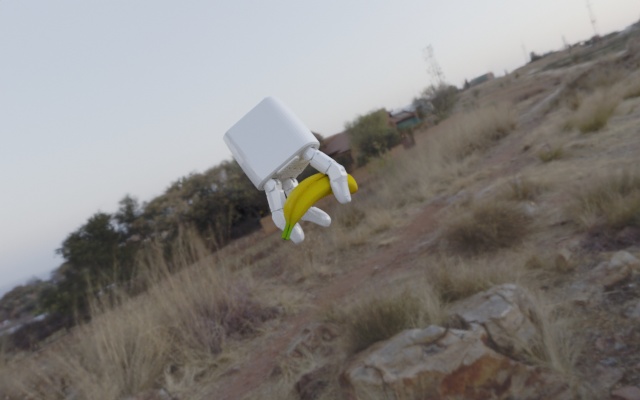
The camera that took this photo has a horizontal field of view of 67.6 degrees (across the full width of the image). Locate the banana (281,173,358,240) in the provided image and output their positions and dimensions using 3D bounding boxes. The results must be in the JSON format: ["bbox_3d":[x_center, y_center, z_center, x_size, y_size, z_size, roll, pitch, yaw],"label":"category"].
[{"bbox_3d":[0.001,-0.012,0.734,0.037,0.070,0.197,29,37,26],"label":"banana"}]
